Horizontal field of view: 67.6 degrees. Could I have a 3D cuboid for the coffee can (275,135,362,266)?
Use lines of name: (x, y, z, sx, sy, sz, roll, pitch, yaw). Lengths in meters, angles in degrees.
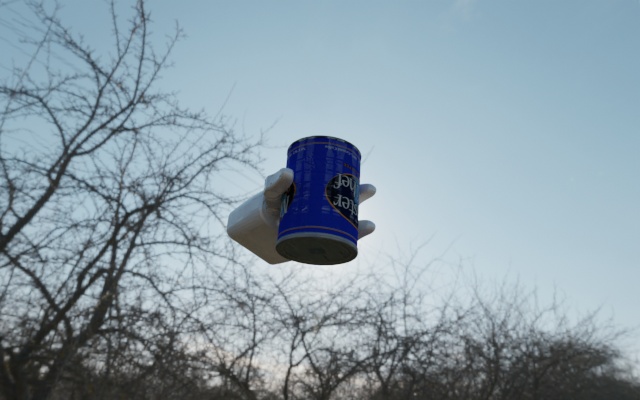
coffee can: (0.000, 0.002, 0.620, 0.103, 0.140, 0.103, 4, -26, 2)
